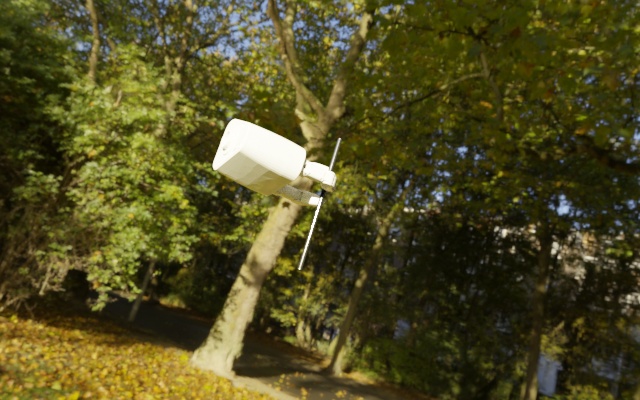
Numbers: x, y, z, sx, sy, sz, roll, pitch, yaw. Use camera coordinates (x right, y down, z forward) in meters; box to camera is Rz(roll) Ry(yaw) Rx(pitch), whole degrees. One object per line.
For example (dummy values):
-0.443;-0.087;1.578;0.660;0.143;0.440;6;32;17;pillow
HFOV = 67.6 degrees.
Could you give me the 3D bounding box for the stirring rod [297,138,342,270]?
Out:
0.000;0.003;0.818;0.011;0.239;0.011;16;-14;4;stirring rod
